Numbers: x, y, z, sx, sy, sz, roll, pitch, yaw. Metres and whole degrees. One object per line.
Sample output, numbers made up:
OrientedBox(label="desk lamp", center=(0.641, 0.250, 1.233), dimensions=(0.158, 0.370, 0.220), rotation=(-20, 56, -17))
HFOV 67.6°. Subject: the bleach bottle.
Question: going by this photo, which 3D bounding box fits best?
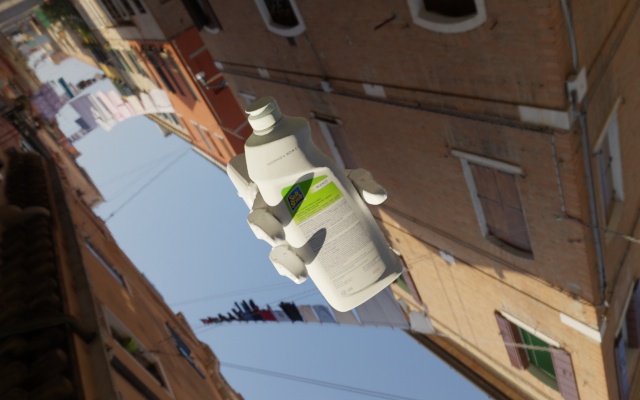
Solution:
OrientedBox(label="bleach bottle", center=(0.000, 0.002, 0.507), dimensions=(0.102, 0.251, 0.068), rotation=(-34, 31, -11))
